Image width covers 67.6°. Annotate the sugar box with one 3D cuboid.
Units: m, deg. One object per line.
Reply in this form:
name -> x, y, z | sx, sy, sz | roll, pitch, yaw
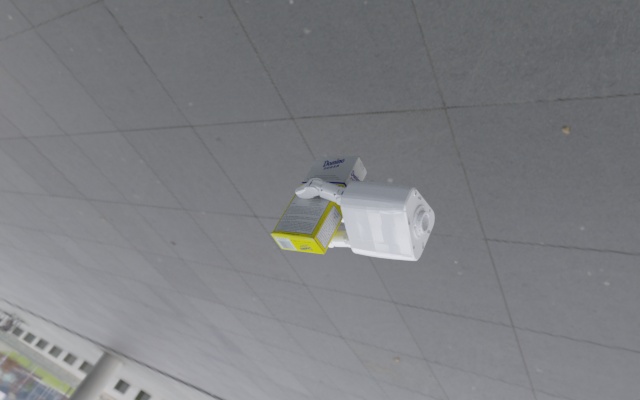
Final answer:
sugar box -> 0.000, 0.003, 0.784 | 0.093, 0.176, 0.048 | 3, -42, 38
